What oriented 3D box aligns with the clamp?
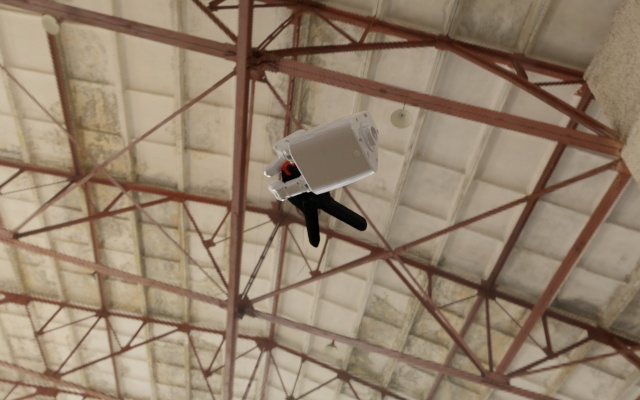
[{"bbox_3d":[0.000,0.002,0.800,0.120,0.171,0.039,-17,28,26],"label":"clamp"}]
